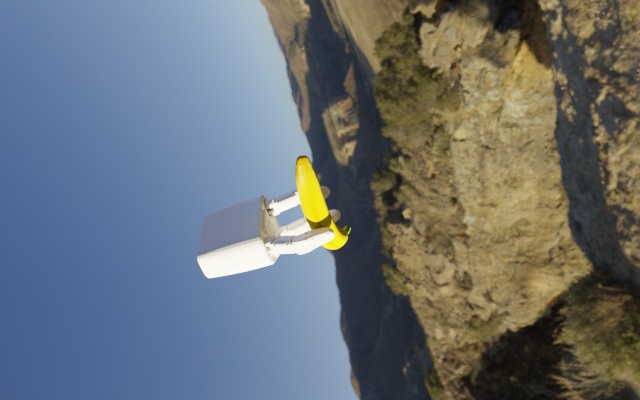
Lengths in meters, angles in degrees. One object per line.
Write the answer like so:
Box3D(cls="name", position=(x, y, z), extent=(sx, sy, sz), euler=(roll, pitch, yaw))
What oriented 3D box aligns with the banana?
Box3D(cls="banana", position=(0.001, 0.019, 0.702), extent=(0.037, 0.069, 0.198), euler=(-12, -39, 15))
